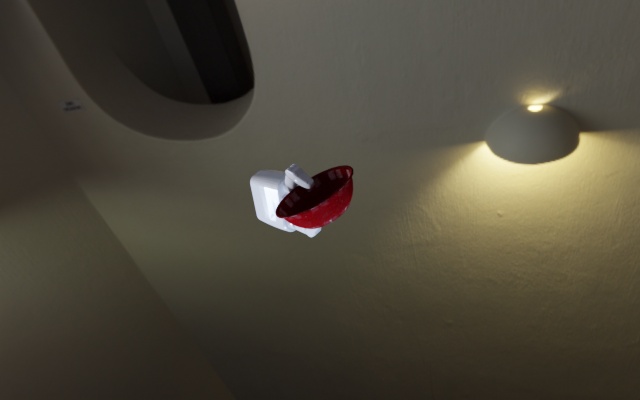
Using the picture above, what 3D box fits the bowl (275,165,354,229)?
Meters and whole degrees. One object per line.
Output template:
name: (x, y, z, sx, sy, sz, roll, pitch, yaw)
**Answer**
bowl: (0.001, 0.003, 0.862, 0.162, 0.055, 0.162, -28, 19, 10)
